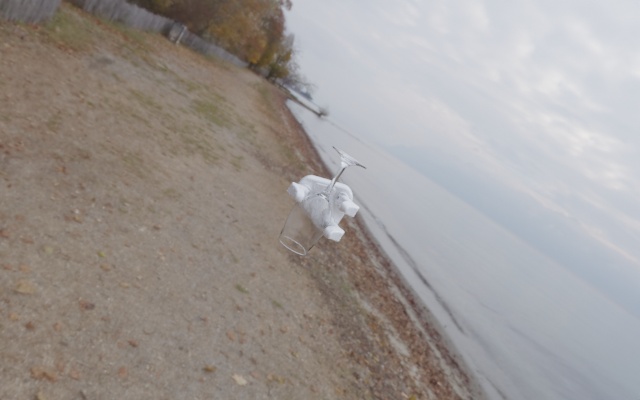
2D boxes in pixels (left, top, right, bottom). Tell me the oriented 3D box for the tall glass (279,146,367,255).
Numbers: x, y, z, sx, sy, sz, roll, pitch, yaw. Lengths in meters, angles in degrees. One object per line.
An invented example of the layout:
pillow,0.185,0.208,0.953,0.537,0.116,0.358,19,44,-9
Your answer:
tall glass,0.000,0.002,0.887,0.079,0.201,0.079,32,9,-6
